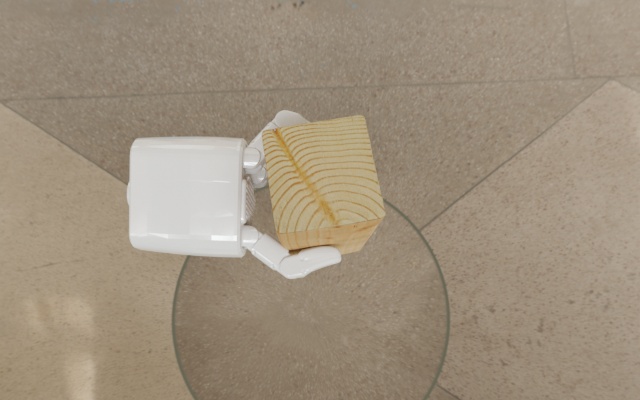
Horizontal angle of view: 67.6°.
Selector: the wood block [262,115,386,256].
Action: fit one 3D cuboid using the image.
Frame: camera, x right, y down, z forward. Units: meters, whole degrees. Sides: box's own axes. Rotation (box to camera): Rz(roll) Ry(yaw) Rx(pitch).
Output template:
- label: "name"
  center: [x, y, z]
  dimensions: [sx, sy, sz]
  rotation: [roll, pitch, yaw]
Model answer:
- label: "wood block"
  center: [0.000, 0.002, 0.484]
  dimensions: [0.090, 0.090, 0.206]
  rotation: [-9, -13, -3]
